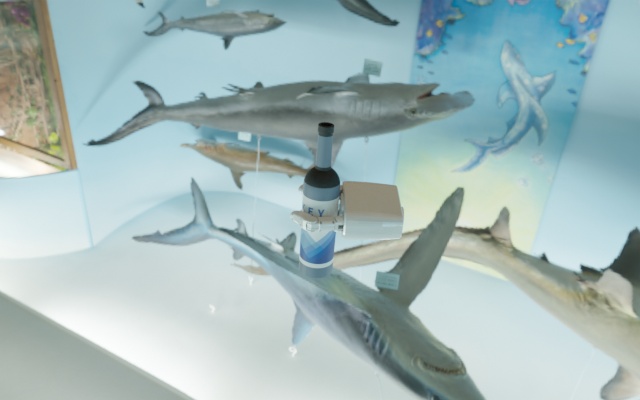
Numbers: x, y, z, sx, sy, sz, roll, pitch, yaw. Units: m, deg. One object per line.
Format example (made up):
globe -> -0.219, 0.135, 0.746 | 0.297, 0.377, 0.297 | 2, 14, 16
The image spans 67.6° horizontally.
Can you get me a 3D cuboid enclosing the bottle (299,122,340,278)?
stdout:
bottle -> 0.000, 0.003, 0.869 | 0.069, 0.296, 0.069 | 3, 27, -2
